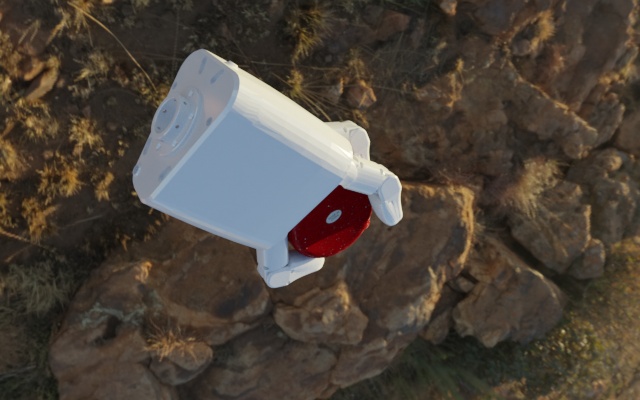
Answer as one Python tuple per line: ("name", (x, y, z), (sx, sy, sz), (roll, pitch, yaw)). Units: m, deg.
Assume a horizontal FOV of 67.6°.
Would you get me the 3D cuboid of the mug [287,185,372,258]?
("mug", (0.001, 0.002, 0.434), (0.117, 0.093, 0.081), (26, 12, -42))
